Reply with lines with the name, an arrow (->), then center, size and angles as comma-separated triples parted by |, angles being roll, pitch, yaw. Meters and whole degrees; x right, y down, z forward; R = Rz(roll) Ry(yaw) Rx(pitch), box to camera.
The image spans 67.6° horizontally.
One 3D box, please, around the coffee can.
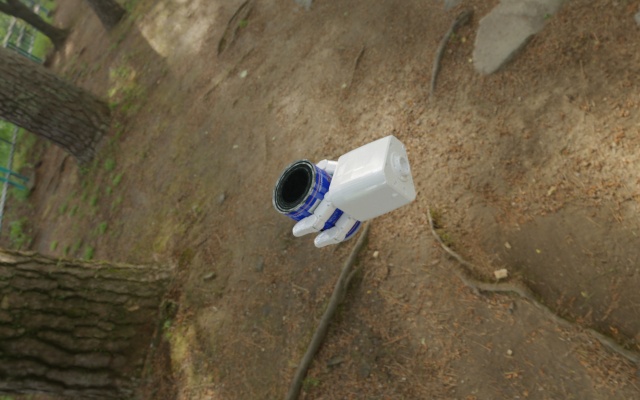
coffee can -> 0.000, 0.003, 0.853 | 0.103, 0.102, 0.140 | 0, -23, 47
